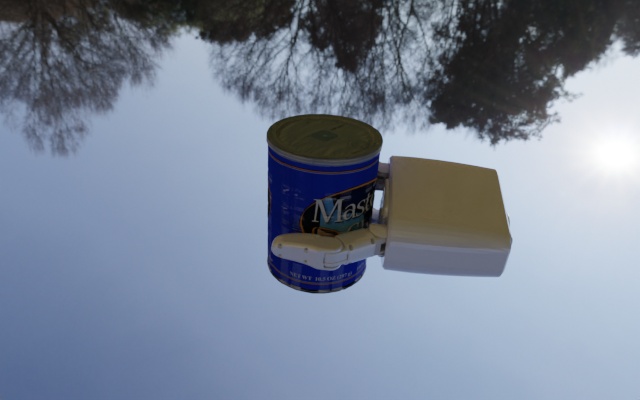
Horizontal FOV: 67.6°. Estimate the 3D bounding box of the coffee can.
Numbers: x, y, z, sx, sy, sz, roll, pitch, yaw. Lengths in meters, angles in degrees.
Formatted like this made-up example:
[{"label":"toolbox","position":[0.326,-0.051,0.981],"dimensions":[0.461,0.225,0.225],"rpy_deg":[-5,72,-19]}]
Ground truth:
[{"label":"coffee can","position":[0.000,0.001,0.455],"dimensions":[0.103,0.140,0.102],"rpy_deg":[3,30,-2]}]
